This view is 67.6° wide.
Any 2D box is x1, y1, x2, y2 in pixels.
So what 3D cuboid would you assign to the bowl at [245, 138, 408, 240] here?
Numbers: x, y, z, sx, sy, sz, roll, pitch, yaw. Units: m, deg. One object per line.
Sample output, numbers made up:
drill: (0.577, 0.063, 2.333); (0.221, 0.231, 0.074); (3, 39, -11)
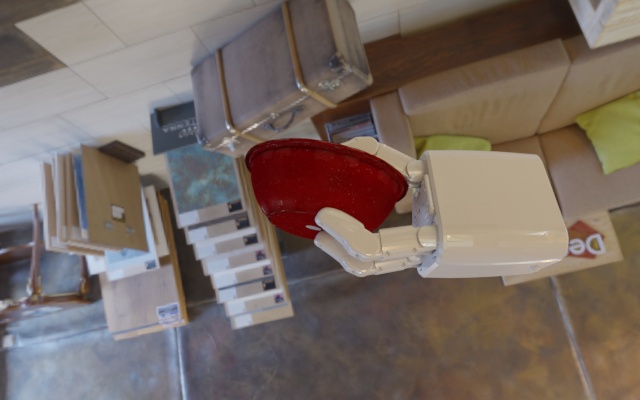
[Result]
bowl: (-0.001, 0.002, 0.460); (0.162, 0.055, 0.162); (11, -19, 4)
